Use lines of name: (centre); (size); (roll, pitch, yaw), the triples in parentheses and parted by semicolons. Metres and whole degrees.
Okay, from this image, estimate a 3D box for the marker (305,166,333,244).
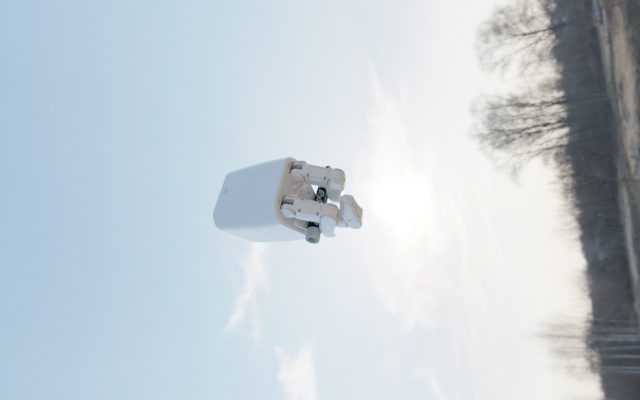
marker: (0.000, 0.002, 0.641); (0.020, 0.121, 0.020); (9, -34, 6)
